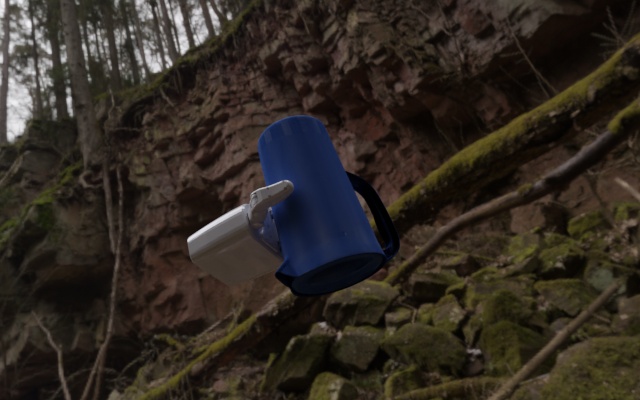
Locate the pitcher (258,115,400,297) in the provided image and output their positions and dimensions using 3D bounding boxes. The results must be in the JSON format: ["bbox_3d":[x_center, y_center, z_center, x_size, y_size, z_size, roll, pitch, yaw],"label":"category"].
[{"bbox_3d":[0.000,0.002,0.678,0.145,0.242,0.149,-28,-27,18],"label":"pitcher"}]
